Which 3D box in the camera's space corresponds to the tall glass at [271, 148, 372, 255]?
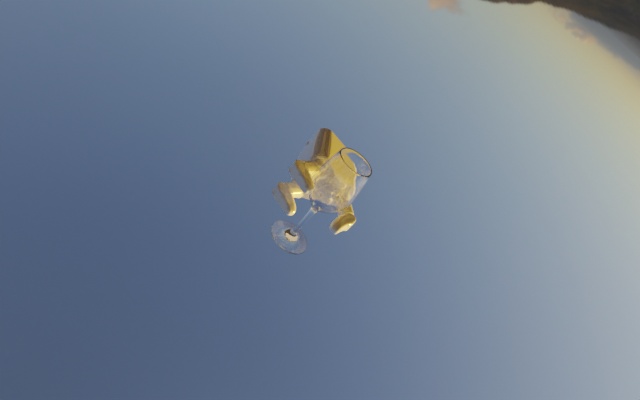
[{"bbox_3d":[0.000,0.003,0.792,0.079,0.079,0.201,0,-39,-45],"label":"tall glass"}]
